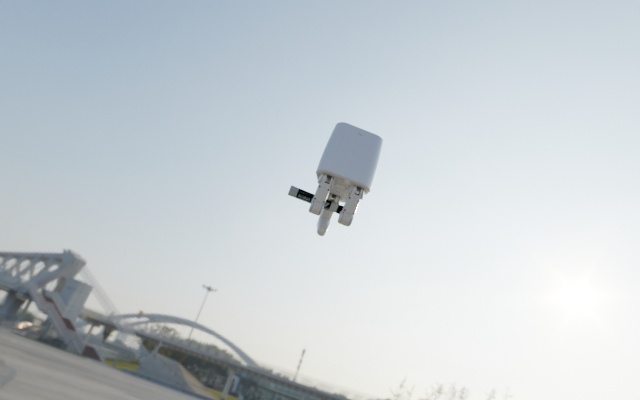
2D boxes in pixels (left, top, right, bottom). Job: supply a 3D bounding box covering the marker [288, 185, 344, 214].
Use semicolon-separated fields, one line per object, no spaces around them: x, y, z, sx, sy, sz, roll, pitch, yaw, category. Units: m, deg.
0.000;0.003;0.864;0.121;0.020;0.020;21;-2;-4;marker
